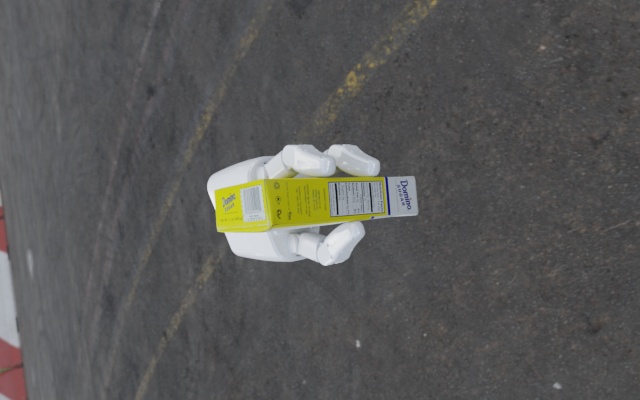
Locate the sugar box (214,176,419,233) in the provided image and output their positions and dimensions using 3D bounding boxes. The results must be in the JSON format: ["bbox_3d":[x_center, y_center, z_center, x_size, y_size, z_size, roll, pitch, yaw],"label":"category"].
[{"bbox_3d":[0.000,0.001,0.455,0.176,0.048,0.093,-6,0,-38],"label":"sugar box"}]
